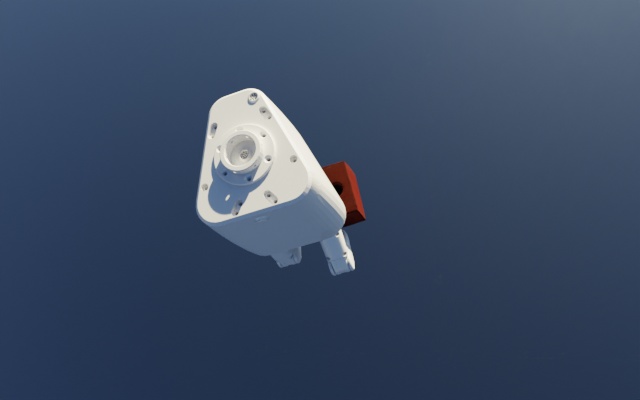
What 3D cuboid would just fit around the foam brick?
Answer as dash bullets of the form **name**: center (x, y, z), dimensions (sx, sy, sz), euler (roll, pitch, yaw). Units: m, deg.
- **foam brick**: center (0.000, 0.001, 0.480), dimensions (0.078, 0.053, 0.051), euler (-17, -18, 9)
